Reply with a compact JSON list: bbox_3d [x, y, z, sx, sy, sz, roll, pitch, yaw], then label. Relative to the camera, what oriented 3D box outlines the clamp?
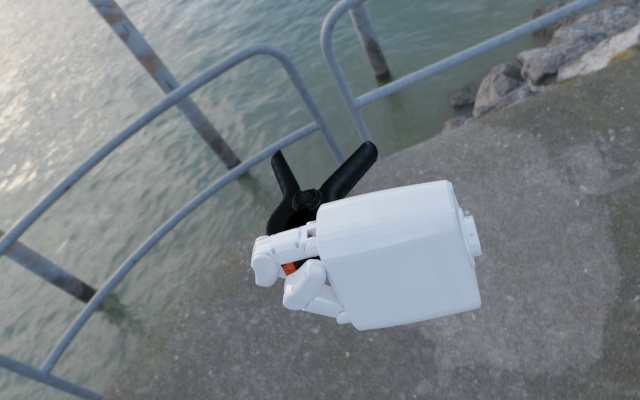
[{"bbox_3d":[0.000,0.001,0.476,0.120,0.171,0.039,-14,-42,18],"label":"clamp"}]
